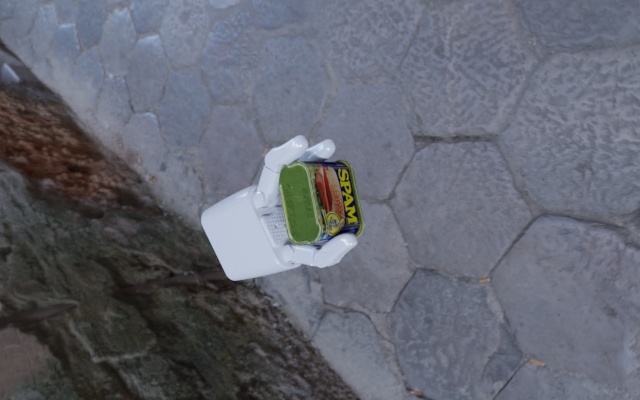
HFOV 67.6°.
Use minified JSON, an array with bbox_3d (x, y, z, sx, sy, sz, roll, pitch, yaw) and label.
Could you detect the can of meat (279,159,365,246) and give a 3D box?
[{"bbox_3d":[0.000,0.002,0.576,0.057,0.102,0.084,-16,-8,39],"label":"can of meat"}]
